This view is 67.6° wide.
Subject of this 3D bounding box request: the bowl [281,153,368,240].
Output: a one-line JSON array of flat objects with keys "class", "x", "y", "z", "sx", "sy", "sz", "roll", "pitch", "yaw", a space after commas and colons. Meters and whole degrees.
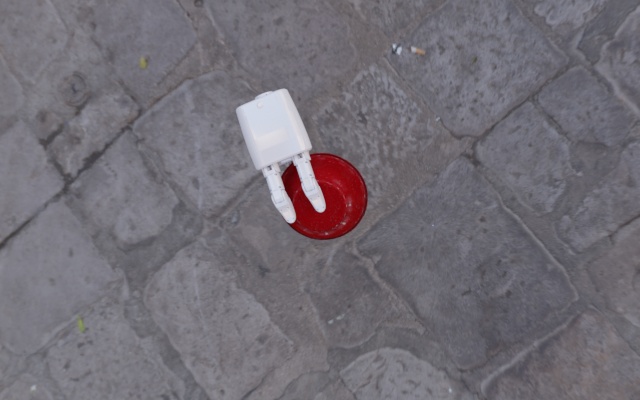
[{"class": "bowl", "x": 0.001, "y": 0.004, "z": 0.817, "sx": 0.162, "sy": 0.162, "sz": 0.055, "roll": 0, "pitch": 18, "yaw": 5}]
